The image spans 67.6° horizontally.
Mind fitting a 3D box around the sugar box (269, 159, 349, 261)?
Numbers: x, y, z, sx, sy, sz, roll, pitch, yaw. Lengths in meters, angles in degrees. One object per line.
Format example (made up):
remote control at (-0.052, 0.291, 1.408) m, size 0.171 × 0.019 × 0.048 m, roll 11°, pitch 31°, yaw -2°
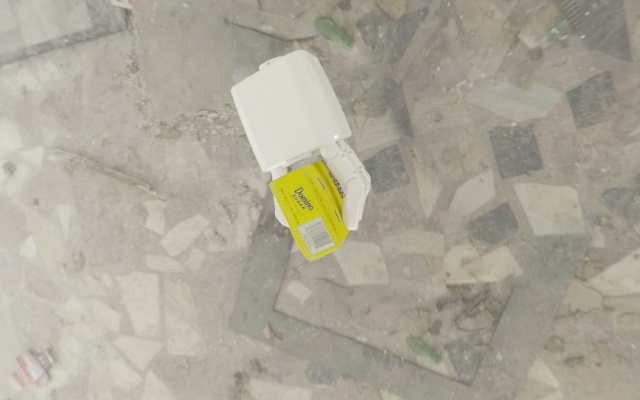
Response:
sugar box at (0.000, 0.002, 0.567) m, size 0.048 × 0.093 × 0.176 m, roll -25°, pitch 4°, yaw 16°
